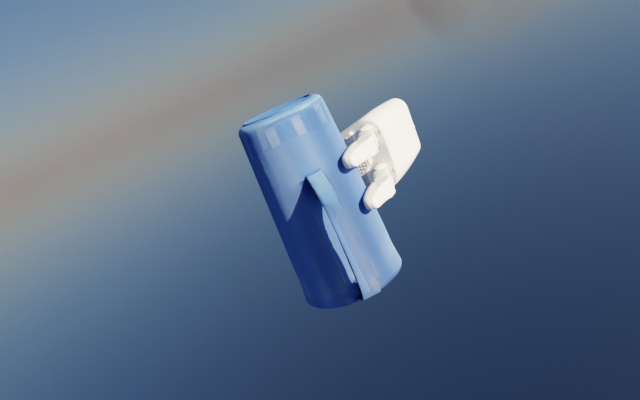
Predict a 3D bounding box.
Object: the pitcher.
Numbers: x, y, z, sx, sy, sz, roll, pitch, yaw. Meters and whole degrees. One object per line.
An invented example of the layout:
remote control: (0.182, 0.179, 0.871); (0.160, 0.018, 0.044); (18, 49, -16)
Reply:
pitcher: (0.000, 0.002, 0.578); (0.149, 0.243, 0.145); (-12, 20, 38)
